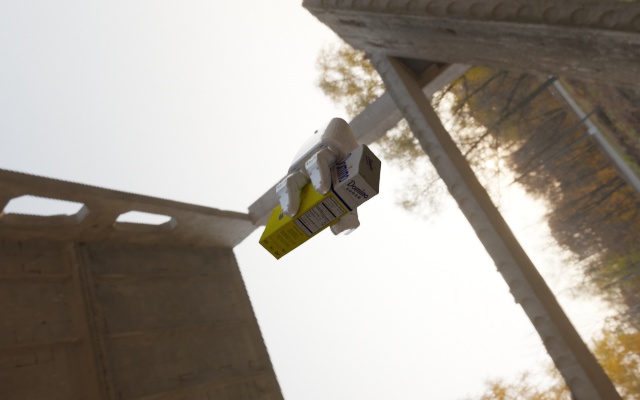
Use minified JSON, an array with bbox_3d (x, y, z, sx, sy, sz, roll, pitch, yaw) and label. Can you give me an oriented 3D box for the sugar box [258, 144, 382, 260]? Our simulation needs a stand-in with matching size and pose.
[{"bbox_3d":[0.000,0.002,0.639,0.176,0.048,0.093,-38,18,26],"label":"sugar box"}]
